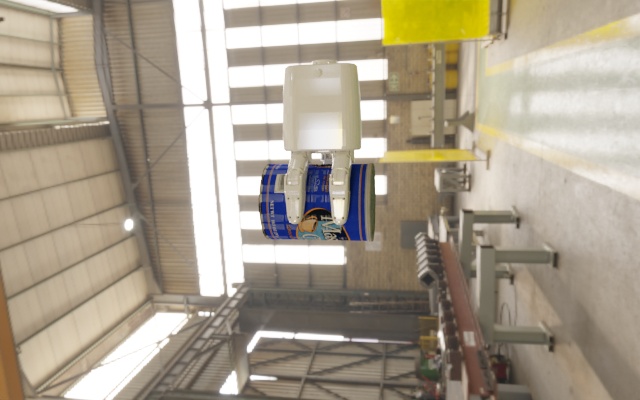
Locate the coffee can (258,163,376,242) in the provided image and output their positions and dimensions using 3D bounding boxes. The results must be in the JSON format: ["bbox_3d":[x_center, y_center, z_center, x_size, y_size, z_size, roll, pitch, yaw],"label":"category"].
[{"bbox_3d":[0.000,0.002,0.632,0.140,0.103,0.103,0,0,10],"label":"coffee can"}]
